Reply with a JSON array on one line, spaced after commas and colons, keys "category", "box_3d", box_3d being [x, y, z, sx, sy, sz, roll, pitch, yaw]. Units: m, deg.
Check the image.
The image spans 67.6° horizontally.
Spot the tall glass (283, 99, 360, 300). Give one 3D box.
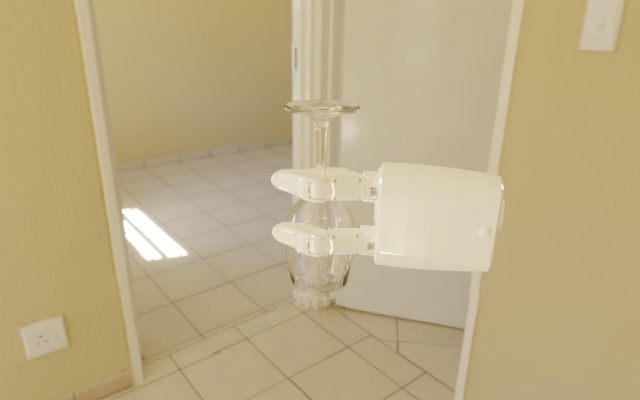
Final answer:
[{"category": "tall glass", "box_3d": [0.000, 0.001, 0.497, 0.079, 0.201, 0.079, 1, 21, 0]}]
